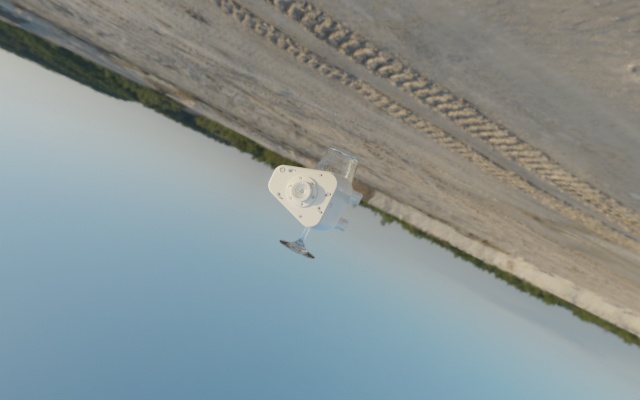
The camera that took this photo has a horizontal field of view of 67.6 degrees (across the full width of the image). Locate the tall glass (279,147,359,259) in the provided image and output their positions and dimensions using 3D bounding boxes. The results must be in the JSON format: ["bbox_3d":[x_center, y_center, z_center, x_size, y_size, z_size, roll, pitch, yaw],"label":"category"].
[{"bbox_3d":[0.000,0.004,0.888,0.079,0.201,0.079,26,2,-1],"label":"tall glass"}]
